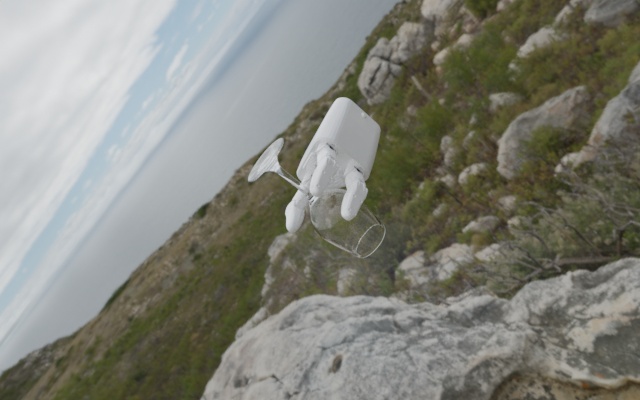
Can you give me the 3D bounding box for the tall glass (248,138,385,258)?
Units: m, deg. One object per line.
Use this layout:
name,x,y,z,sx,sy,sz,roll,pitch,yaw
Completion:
tall glass,0.000,0.002,0.674,0.201,0.079,0.079,38,-15,-20
